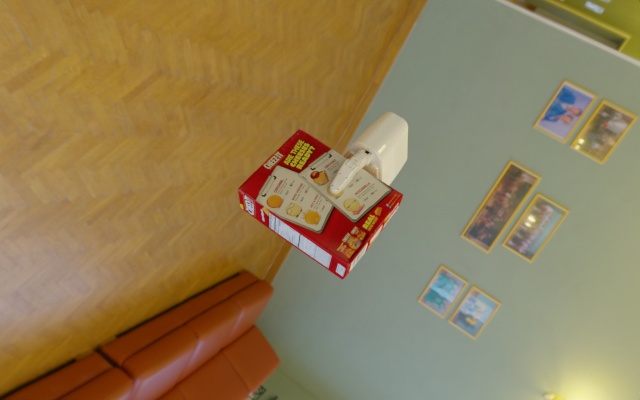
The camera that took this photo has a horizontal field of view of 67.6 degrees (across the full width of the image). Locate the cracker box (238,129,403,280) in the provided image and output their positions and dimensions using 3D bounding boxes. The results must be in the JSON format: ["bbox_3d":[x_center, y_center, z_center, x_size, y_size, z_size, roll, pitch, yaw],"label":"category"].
[{"bbox_3d":[0.000,0.003,0.780,0.213,0.164,0.072,33,-30,14],"label":"cracker box"}]
